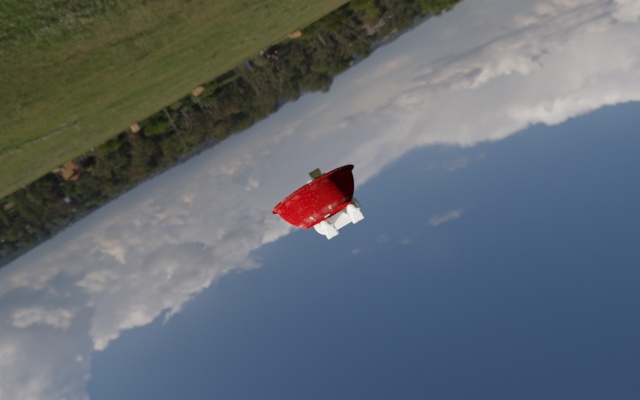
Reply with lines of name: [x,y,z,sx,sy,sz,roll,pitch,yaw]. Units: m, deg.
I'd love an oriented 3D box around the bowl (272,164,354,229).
bowl: [0.000,0.003,0.815,0.162,0.055,0.162,-30,-7,-4]
